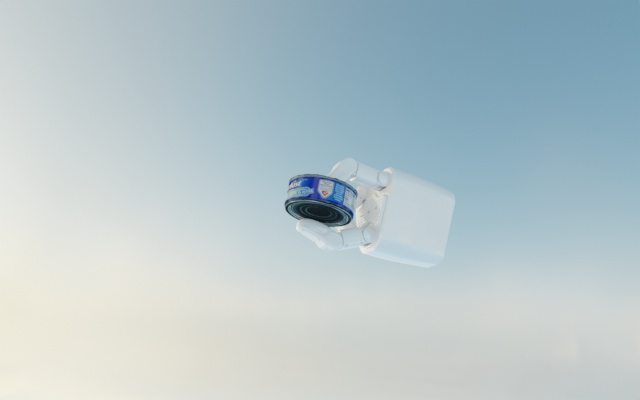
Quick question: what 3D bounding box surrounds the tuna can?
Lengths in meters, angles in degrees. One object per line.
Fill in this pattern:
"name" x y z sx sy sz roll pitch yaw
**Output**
"tuna can" 0.000 0.002 0.574 0.086 0.033 0.086 10 -22 4
